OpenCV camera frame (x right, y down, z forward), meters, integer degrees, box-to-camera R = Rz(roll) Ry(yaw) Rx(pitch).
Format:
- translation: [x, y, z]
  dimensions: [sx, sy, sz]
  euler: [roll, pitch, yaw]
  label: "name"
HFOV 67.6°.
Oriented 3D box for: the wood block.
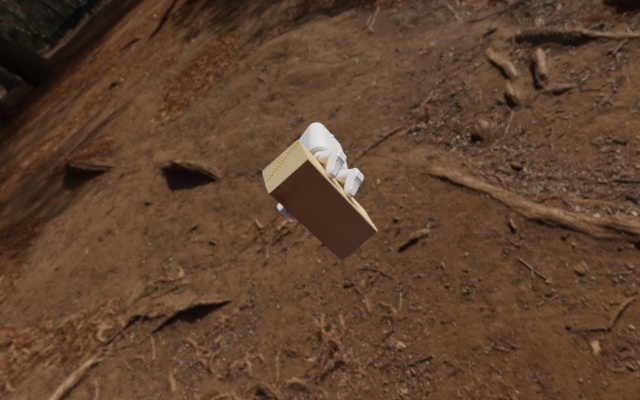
- translation: [0.000, 0.003, 0.868]
  dimensions: [0.206, 0.091, 0.090]
  euler: [44, 10, -30]
  label: "wood block"
